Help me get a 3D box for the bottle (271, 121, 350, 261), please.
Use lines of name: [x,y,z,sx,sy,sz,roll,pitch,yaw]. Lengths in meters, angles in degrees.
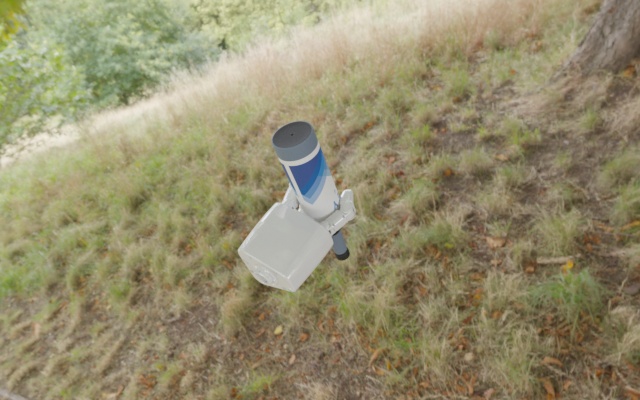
bottle: [0.000,0.002,0.808,0.069,0.069,0.296,0,-43,23]
